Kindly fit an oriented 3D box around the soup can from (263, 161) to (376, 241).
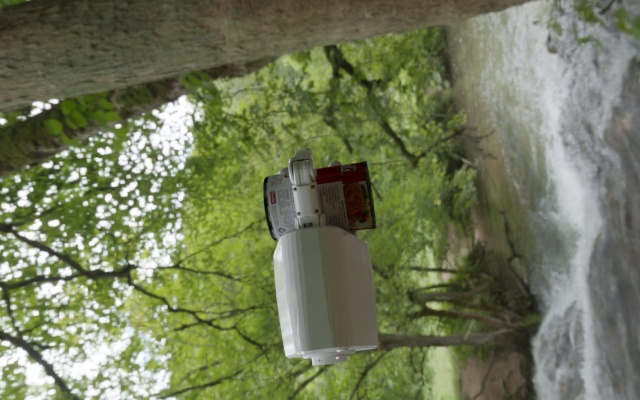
[{"bbox_3d":[0.000,0.001,0.474,0.102,0.068,0.068,-8,-1,4],"label":"soup can"}]
